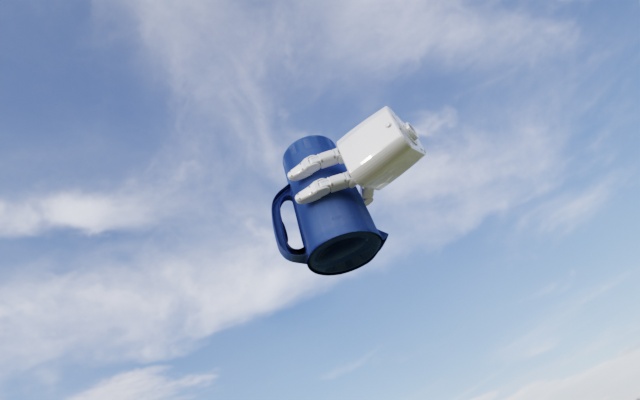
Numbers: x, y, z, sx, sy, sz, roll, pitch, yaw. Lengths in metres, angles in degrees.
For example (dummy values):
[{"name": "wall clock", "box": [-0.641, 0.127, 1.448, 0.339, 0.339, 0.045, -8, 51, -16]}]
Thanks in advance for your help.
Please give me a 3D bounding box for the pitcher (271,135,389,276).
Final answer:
[{"name": "pitcher", "box": [0.000, 0.003, 0.849, 0.145, 0.242, 0.149, -37, -38, 23]}]
